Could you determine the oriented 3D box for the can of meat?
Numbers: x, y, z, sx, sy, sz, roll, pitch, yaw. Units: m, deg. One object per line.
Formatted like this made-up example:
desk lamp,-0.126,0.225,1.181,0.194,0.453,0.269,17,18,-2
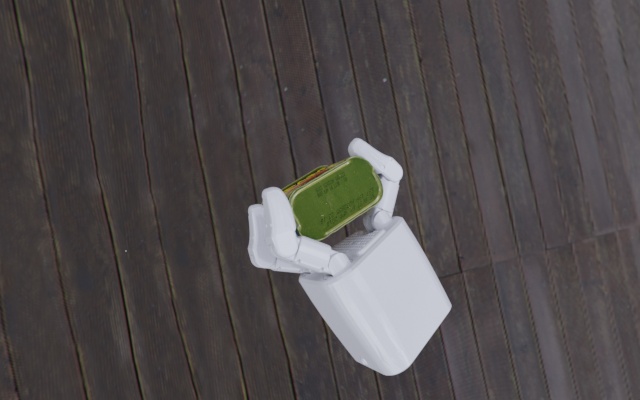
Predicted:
can of meat,0.000,0.001,0.466,0.102,0.057,0.084,-32,7,-22
